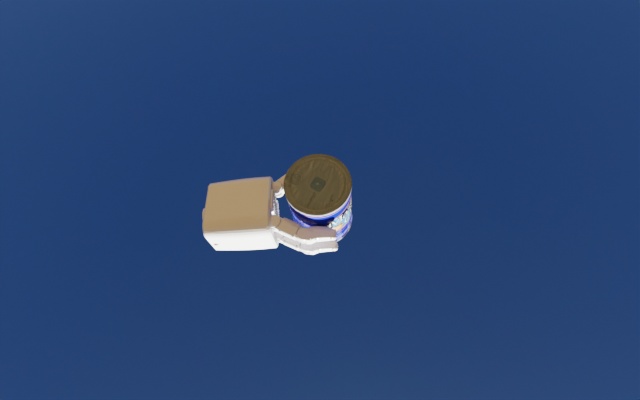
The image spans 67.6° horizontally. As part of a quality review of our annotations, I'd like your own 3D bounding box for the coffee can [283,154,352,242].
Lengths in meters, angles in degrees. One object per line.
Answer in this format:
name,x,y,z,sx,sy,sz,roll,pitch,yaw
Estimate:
coffee can,0.000,0.002,0.774,0.103,0.102,0.140,0,-24,4
